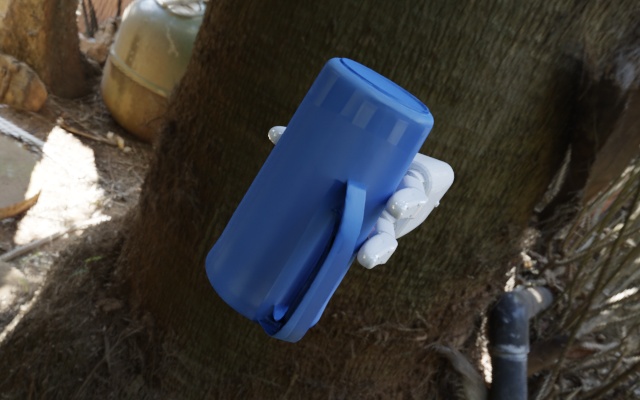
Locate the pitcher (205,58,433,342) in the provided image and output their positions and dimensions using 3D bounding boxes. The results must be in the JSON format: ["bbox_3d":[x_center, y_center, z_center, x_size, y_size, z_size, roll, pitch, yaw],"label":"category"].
[{"bbox_3d":[0.000,0.001,0.448,0.149,0.243,0.145,40,24,21],"label":"pitcher"}]
